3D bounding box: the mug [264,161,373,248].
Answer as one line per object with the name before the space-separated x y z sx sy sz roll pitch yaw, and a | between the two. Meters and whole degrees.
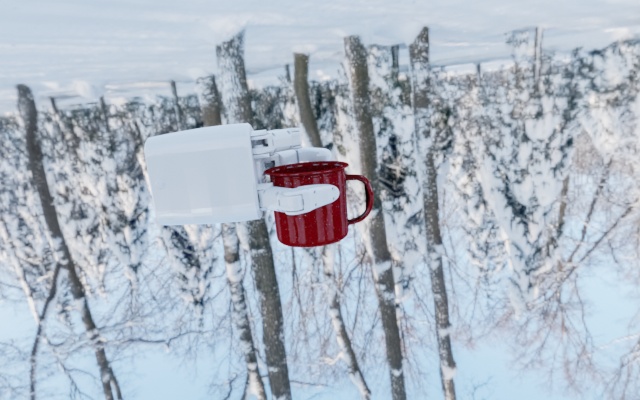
mug | 0.002 0.002 0.530 0.117 0.081 0.093 -5 11 2
